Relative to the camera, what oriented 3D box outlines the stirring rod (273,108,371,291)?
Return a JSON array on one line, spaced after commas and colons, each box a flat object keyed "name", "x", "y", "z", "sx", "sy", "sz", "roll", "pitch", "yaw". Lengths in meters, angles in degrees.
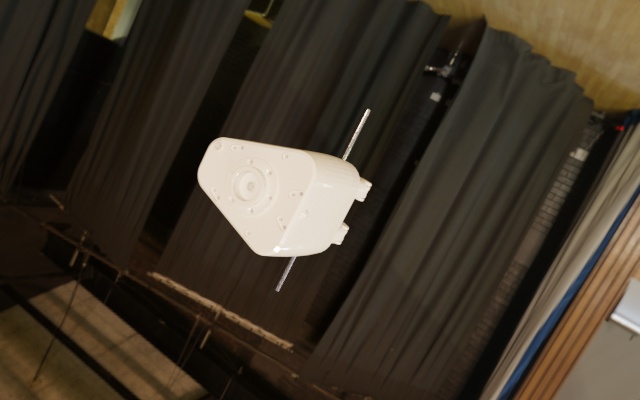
[{"name": "stirring rod", "x": 0.000, "y": 0.002, "z": 0.562, "sx": 0.011, "sy": 0.239, "sz": 0.011, "roll": 26, "pitch": 8, "yaw": -4}]
